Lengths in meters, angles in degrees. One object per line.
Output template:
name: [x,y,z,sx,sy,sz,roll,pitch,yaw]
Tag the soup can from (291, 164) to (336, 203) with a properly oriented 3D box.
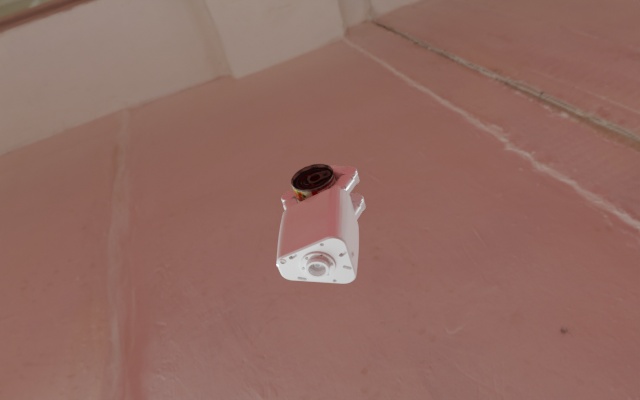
soup can: [0.000,0.002,0.760,0.068,0.102,0.068,-12,36,9]
